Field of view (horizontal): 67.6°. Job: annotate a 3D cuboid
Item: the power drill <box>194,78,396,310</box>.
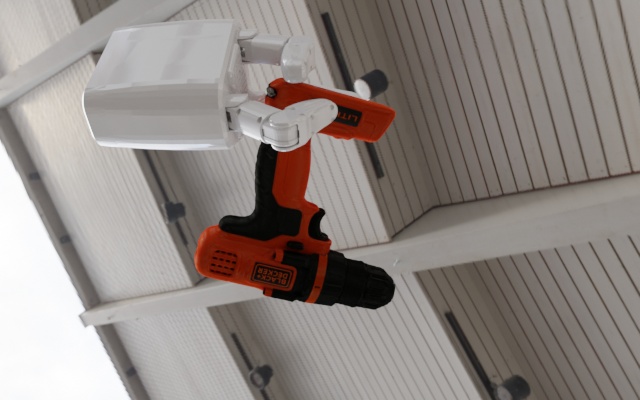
[{"bbox_3d":[0.000,0.001,0.413,0.184,0.188,0.057,14,13,-13],"label":"power drill"}]
